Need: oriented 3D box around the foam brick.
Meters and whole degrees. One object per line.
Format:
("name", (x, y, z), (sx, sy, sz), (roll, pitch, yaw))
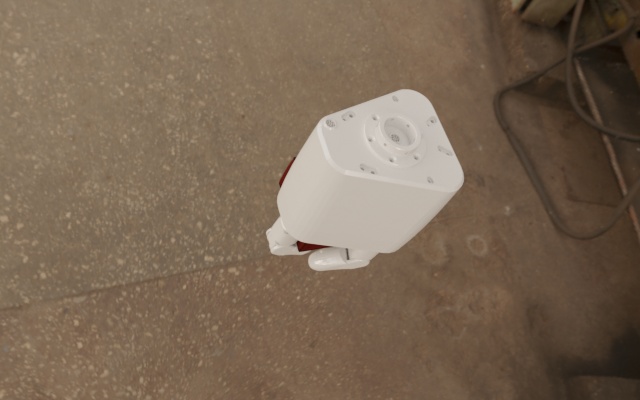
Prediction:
("foam brick", (0.000, 0.001, 0.452), (0.053, 0.078, 0.051), (-7, -26, -25))
